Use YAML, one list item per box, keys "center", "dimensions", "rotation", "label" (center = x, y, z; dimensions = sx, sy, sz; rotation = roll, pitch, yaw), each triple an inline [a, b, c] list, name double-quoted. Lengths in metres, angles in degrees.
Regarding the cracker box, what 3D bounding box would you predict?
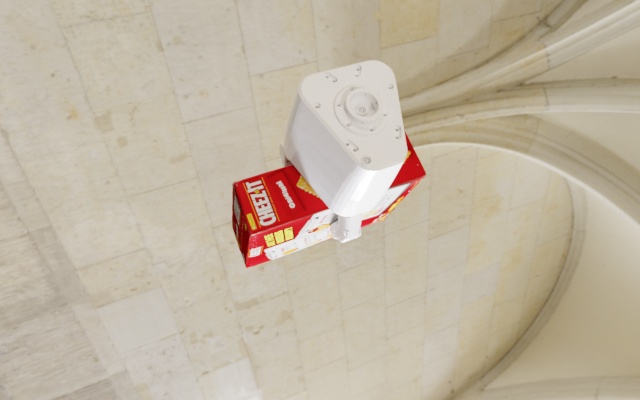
- center: [0.000, 0.002, 0.594]
  dimensions: [0.213, 0.072, 0.164]
  rotation: [-18, -16, -16]
  label: "cracker box"
